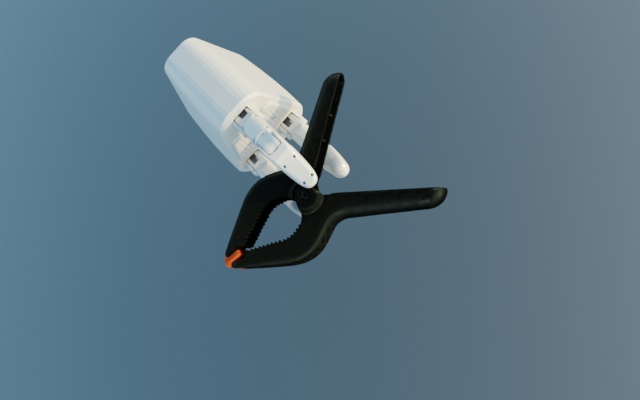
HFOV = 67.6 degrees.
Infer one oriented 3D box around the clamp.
[{"bbox_3d":[-0.001,0.002,0.450,0.164,0.210,0.036,45,3,19],"label":"clamp"}]
